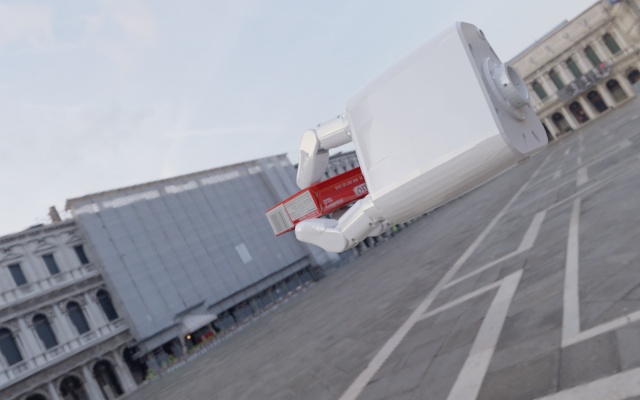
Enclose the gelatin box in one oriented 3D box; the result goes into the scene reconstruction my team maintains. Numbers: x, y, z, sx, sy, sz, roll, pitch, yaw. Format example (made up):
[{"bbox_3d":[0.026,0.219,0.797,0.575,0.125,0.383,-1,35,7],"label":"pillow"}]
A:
[{"bbox_3d":[0.000,0.001,0.461,0.073,0.030,0.089,-22,-3,-37],"label":"gelatin box"}]
